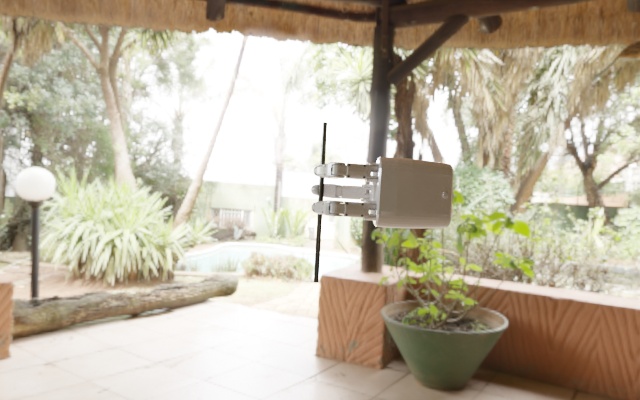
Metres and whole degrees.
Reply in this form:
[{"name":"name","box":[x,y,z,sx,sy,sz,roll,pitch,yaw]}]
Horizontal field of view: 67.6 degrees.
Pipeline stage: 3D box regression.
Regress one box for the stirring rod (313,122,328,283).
[{"name":"stirring rod","box":[0.000,0.002,0.716,0.011,0.239,0.011,3,-1,0]}]
